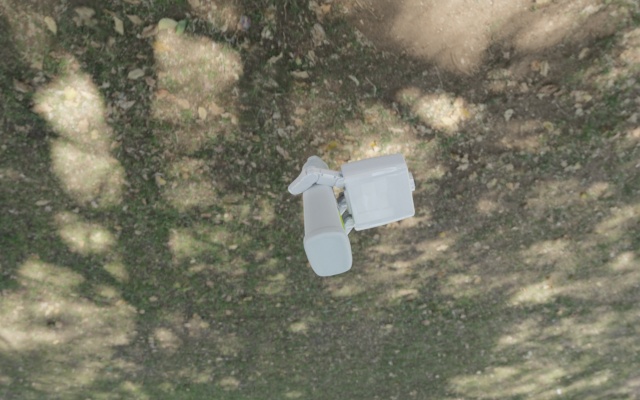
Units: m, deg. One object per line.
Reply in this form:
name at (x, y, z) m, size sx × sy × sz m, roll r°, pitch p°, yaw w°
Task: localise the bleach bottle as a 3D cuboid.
bleach bottle at (0.000, 0.003, 0.817) m, size 0.068 × 0.103 × 0.250 m, roll -13°, pitch 42°, yaw 3°
